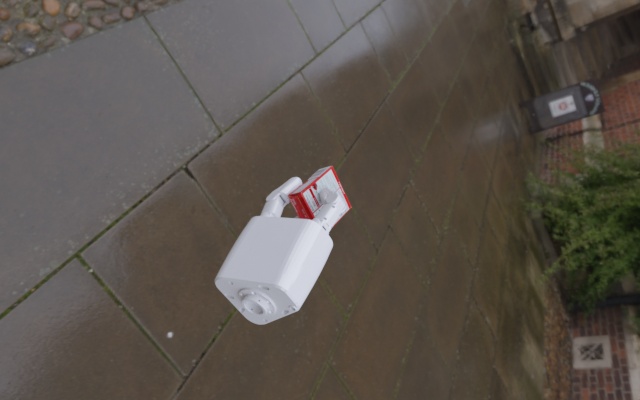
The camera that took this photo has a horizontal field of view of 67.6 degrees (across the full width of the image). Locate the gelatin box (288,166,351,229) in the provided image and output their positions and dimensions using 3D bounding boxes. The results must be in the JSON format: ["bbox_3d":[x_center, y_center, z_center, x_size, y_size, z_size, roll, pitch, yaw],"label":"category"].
[{"bbox_3d":[0.001,0.002,0.694,0.030,0.073,0.089,-11,22,41],"label":"gelatin box"}]
